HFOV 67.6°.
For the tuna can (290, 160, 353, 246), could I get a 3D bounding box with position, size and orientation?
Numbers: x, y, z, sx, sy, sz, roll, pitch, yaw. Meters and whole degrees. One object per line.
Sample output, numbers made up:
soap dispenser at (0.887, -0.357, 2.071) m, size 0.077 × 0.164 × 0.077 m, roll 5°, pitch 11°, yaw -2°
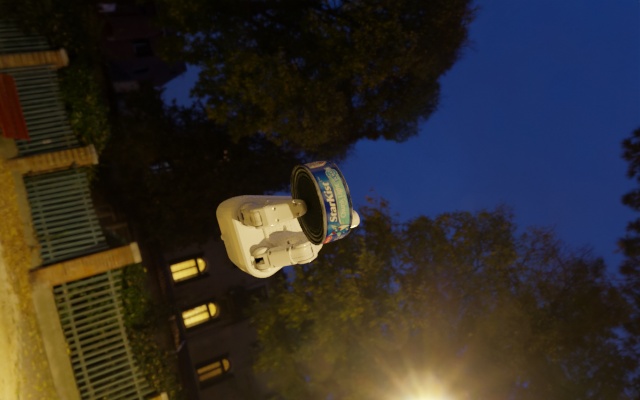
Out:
tuna can at (0.001, 0.001, 0.498) m, size 0.034 × 0.086 × 0.086 m, roll -14°, pitch 5°, yaw -21°
